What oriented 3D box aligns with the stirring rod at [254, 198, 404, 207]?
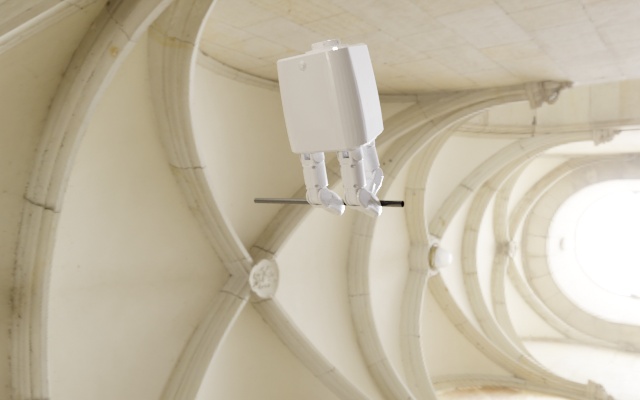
[{"bbox_3d":[0.000,0.002,0.622,0.239,0.011,0.011,1,1,38],"label":"stirring rod"}]
